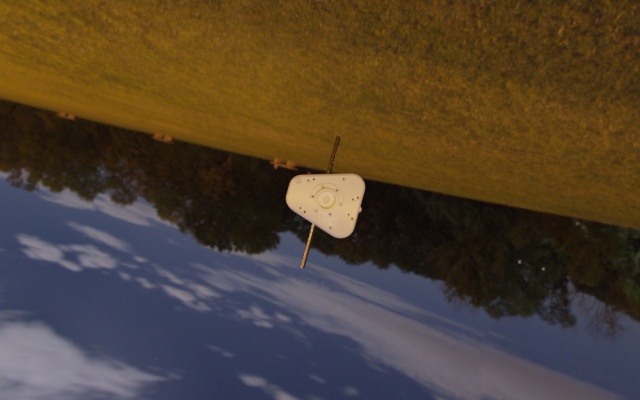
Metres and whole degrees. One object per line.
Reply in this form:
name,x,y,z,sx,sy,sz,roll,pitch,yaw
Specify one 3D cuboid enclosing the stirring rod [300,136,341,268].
stirring rod,0.000,0.003,0.843,0.011,0.239,0.011,16,0,0
